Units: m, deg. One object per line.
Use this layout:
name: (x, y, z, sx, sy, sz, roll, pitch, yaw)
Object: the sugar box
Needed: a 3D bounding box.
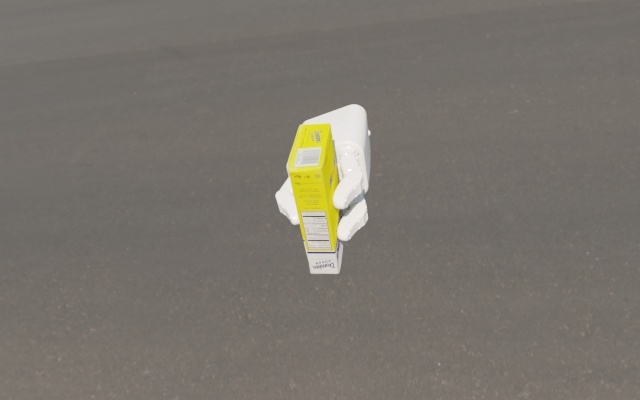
sugar box: (0.001, 0.002, 0.604, 0.048, 0.176, 0.093, -3, 41, 13)
